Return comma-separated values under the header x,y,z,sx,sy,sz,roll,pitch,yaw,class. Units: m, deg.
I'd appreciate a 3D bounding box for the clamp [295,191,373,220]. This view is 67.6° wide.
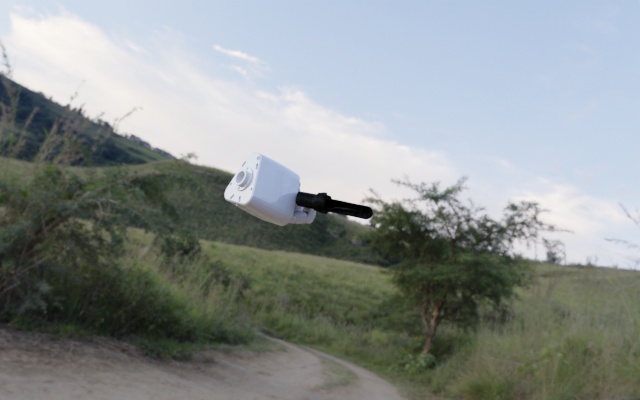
x,y,z,sx,sy,sz,roll,pitch,yaw,class
0.000,0.002,0.888,0.171,0.039,0.120,6,-15,46,clamp
